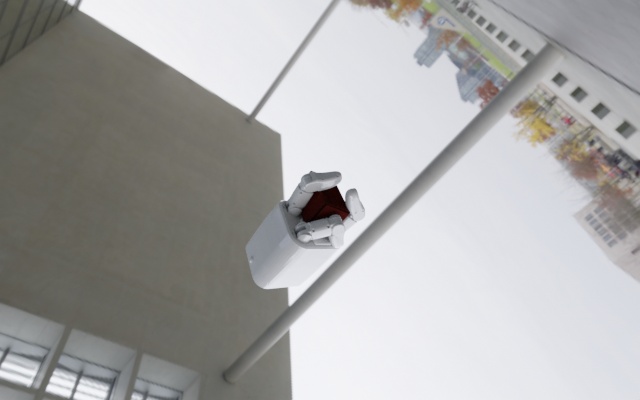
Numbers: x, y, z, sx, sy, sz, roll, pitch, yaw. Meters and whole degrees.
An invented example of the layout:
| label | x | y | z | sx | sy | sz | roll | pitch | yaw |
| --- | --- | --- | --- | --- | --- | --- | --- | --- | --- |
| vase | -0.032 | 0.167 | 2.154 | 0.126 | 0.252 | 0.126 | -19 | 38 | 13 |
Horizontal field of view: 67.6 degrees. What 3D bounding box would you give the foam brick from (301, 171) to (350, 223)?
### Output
| label | x | y | z | sx | sy | sz | roll | pitch | yaw |
| --- | --- | --- | --- | --- | --- | --- | --- | --- | --- |
| foam brick | 0.000 | 0.002 | 0.731 | 0.053 | 0.051 | 0.078 | 21 | 32 | -37 |
